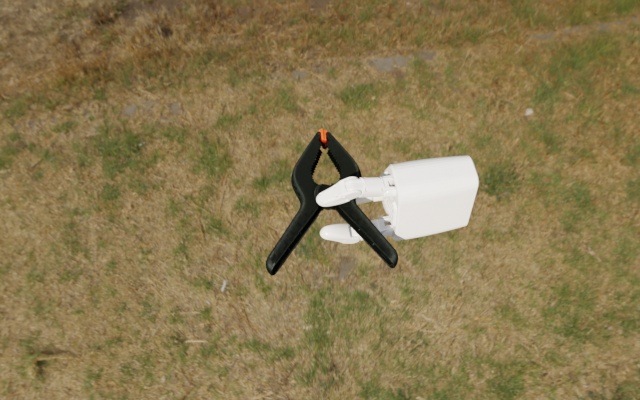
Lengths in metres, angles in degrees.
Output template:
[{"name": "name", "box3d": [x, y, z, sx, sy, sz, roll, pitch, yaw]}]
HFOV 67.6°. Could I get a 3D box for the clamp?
[{"name": "clamp", "box3d": [0.000, 0.001, 0.631, 0.164, 0.210, 0.036, -9, -25, -4]}]
